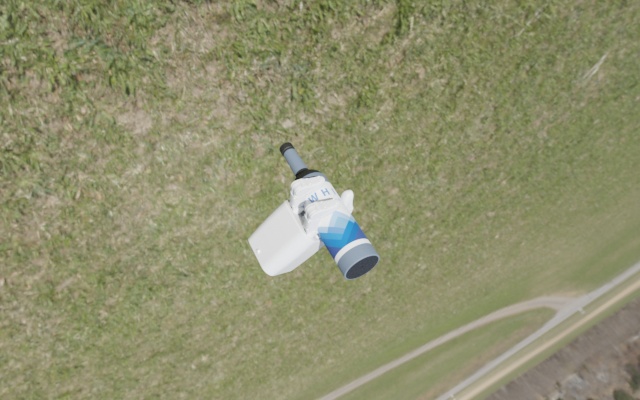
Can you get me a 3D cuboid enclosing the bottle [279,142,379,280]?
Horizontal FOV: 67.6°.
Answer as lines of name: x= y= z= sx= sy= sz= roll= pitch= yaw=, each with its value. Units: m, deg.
bottle: x=0.000 y=0.003 z=0.853 sx=0.069 sy=0.295 sz=0.069 roll=-23 pitch=-32 yaw=-16
